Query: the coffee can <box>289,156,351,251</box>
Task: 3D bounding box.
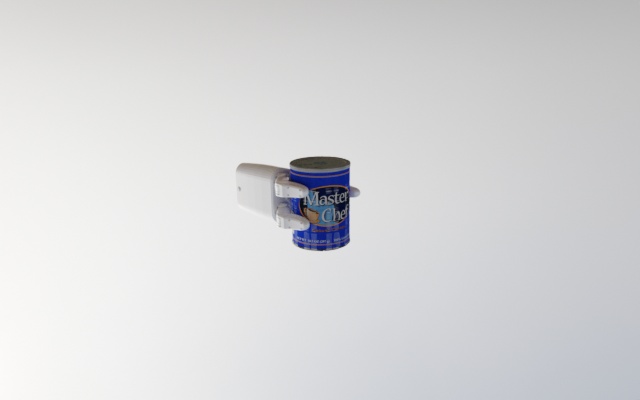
[{"bbox_3d":[0.000,0.003,0.814,0.103,0.140,0.102,-1,16,0],"label":"coffee can"}]
